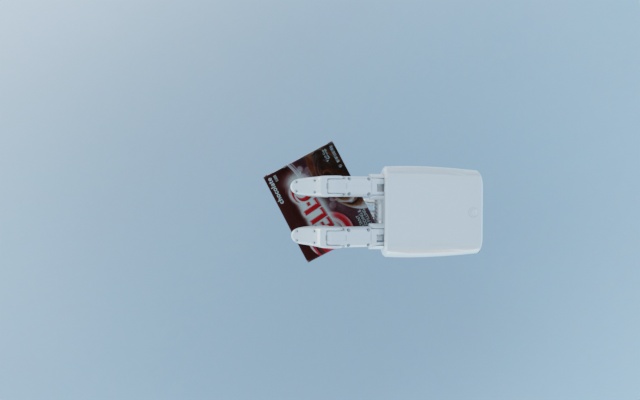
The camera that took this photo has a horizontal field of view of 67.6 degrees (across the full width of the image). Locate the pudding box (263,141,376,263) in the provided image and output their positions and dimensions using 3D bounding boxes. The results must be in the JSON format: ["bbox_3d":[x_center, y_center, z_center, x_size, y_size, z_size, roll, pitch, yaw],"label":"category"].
[{"bbox_3d":[0.000,0.002,0.553,0.090,0.113,0.039,-28,0,2],"label":"pudding box"}]
